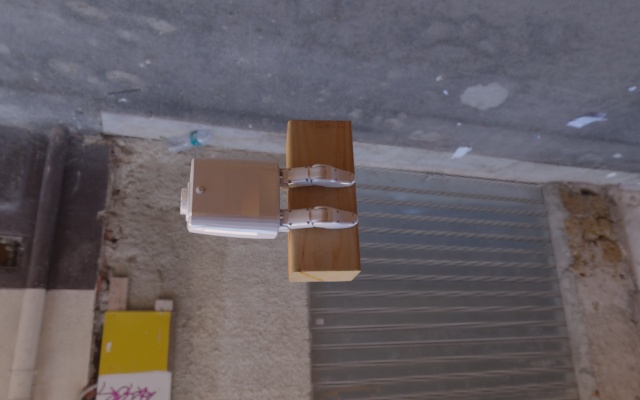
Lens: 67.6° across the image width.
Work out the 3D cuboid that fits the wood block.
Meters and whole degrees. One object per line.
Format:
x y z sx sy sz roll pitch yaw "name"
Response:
0.000 0.002 0.657 0.090 0.206 0.091 0 -17 -6 "wood block"
